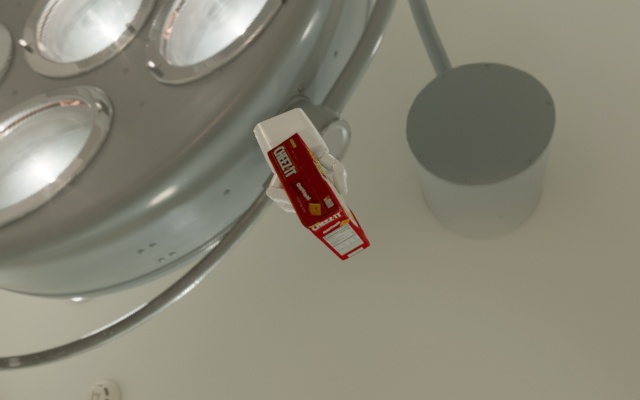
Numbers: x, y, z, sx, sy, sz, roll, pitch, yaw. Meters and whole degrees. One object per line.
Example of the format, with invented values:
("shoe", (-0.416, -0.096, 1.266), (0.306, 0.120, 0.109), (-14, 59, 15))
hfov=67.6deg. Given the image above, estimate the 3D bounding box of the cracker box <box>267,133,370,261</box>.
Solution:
("cracker box", (0.000, 0.003, 0.852), (0.072, 0.164, 0.214), (-32, -28, 5))
